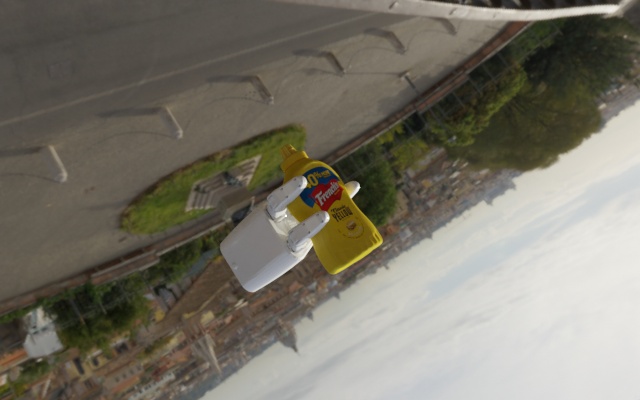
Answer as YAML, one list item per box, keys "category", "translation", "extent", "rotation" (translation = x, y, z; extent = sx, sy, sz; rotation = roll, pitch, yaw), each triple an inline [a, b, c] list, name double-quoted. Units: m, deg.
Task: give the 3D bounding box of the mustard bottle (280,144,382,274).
- category: "mustard bottle"
  translation: [0.000, 0.002, 0.671]
  extent: [0.096, 0.191, 0.058]
  rotation: [-25, -14, -39]
